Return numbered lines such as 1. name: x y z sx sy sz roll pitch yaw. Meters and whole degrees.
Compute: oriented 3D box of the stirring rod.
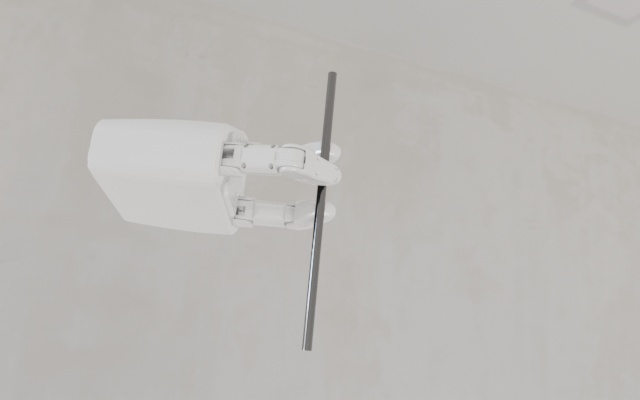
1. stirring rod: 0.000 0.001 0.403 0.011 0.239 0.011 5 -14 1
